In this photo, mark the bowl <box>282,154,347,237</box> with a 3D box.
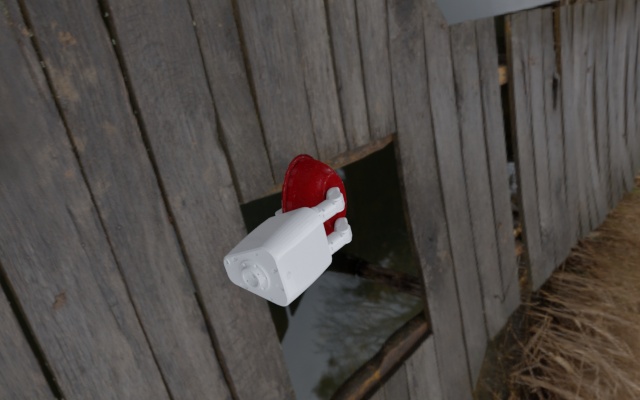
[{"bbox_3d":[0.001,0.002,0.781,0.055,0.162,0.162,-3,-1,26],"label":"bowl"}]
